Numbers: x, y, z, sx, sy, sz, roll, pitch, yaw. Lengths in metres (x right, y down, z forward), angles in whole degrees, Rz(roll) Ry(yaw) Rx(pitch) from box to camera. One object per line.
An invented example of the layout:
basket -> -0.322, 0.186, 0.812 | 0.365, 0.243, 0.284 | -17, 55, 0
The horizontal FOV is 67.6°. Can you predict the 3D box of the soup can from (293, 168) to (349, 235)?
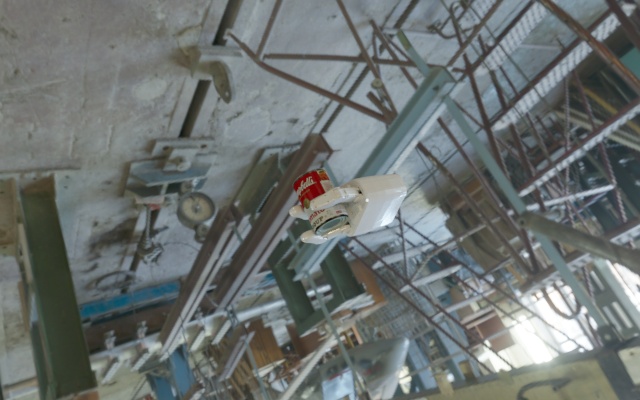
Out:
soup can -> 0.000, 0.003, 0.865 | 0.068, 0.102, 0.068 | -23, -21, -9
